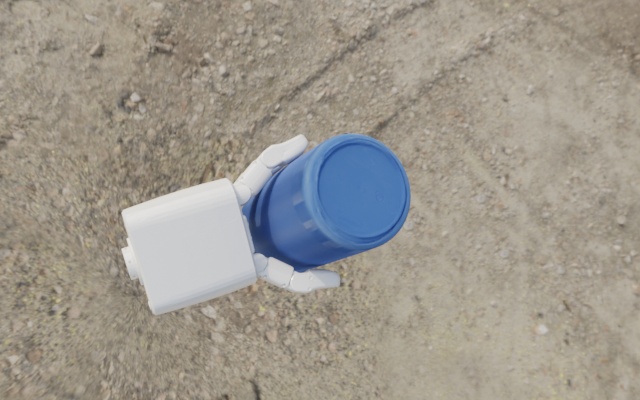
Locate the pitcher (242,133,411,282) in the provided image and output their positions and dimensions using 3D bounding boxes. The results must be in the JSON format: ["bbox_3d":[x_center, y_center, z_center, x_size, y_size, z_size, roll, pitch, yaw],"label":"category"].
[{"bbox_3d":[0.000,0.002,0.536,0.145,0.149,0.243,-16,-5,-22],"label":"pitcher"}]
